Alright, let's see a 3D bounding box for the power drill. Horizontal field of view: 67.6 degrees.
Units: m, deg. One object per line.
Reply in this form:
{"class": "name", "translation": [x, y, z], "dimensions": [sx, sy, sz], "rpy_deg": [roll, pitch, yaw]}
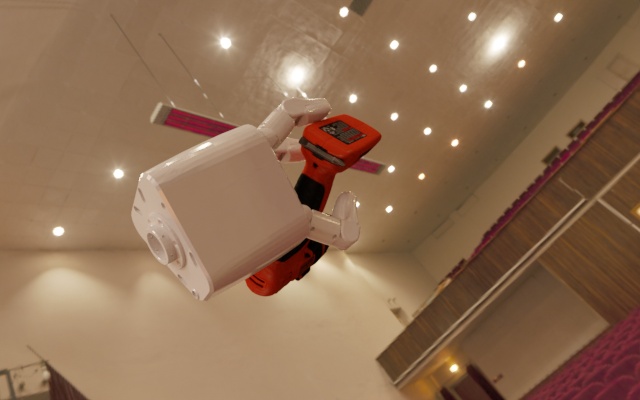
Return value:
{"class": "power drill", "translation": [0.000, 0.001, 0.529], "dimensions": [0.057, 0.188, 0.184], "rpy_deg": [29, 27, 13]}
